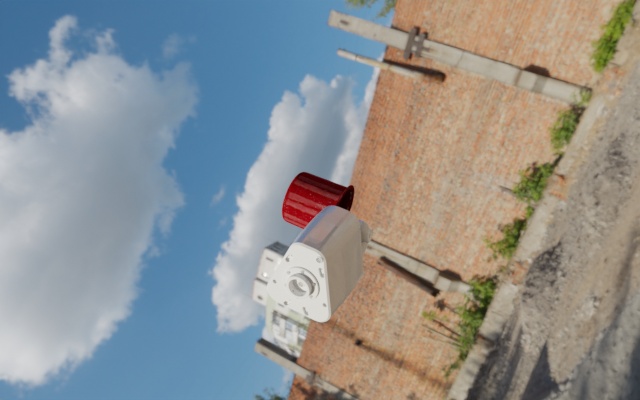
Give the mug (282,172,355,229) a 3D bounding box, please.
[{"bbox_3d":[0.001,0.002,0.723,0.081,0.093,0.117,21,31,16],"label":"mug"}]
